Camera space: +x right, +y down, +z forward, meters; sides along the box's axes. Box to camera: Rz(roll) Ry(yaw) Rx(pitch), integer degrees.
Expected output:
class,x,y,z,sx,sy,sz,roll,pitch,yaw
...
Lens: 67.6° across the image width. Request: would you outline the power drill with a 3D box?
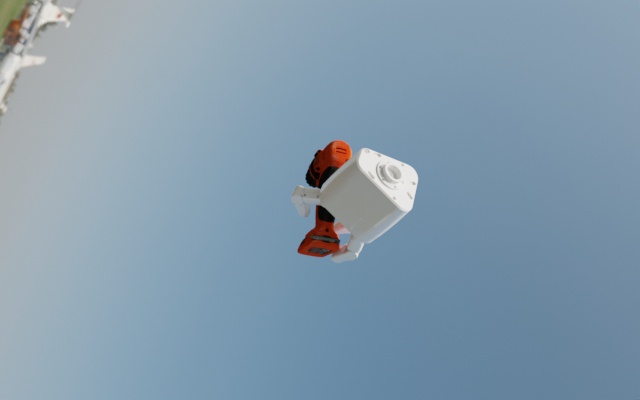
class,x,y,z,sx,sy,sz,roll,pitch,yaw
power drill,0.000,0.003,0.851,0.057,0.187,0.184,9,-16,-12
